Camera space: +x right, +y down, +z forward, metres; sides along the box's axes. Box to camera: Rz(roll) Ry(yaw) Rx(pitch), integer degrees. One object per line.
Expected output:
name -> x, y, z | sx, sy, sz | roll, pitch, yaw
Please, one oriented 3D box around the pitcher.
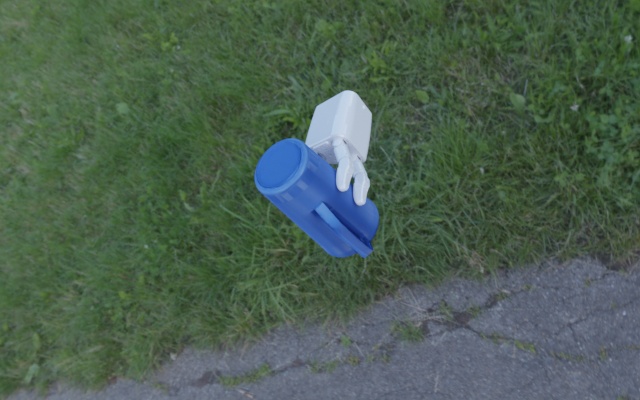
pitcher -> 0.000, 0.003, 0.849 | 0.149, 0.145, 0.243 | -4, -30, 35
